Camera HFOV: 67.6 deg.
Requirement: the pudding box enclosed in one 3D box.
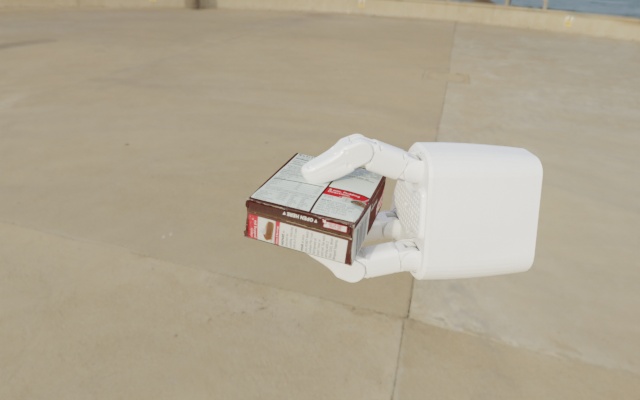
[{"bbox_3d":[0.000,0.001,0.402,0.090,0.039,0.113,13,26,14],"label":"pudding box"}]
